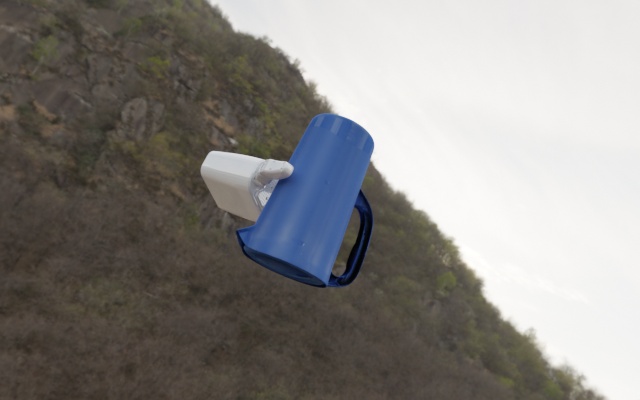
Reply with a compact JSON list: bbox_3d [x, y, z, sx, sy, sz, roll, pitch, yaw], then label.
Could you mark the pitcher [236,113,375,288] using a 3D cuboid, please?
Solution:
[{"bbox_3d":[0.000,0.002,0.710,0.145,0.242,0.149,13,-20,30],"label":"pitcher"}]
